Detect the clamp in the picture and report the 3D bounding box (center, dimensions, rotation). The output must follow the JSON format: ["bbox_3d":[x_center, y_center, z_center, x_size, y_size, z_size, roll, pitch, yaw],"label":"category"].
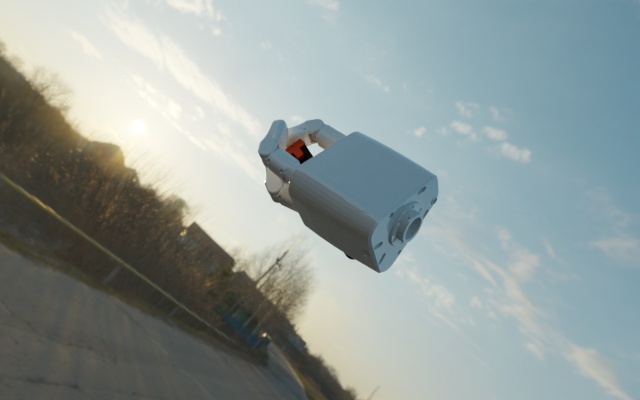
[{"bbox_3d":[0.000,0.001,0.583,0.120,0.039,0.172,35,-19,32],"label":"clamp"}]
